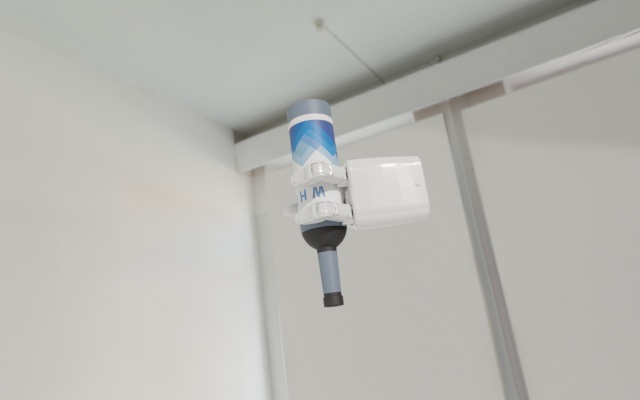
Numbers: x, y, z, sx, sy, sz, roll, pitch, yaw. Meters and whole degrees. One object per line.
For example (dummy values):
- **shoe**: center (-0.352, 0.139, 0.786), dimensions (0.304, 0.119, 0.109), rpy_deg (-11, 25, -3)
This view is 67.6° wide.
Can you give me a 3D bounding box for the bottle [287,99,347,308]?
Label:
- **bottle**: center (0.000, 0.002, 0.683), dimensions (0.069, 0.295, 0.069), rpy_deg (-7, -16, -2)
